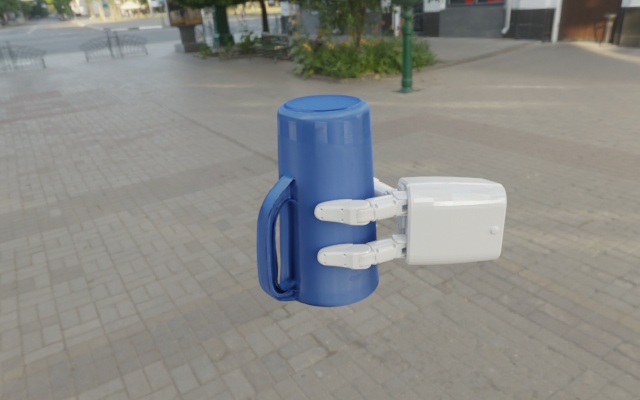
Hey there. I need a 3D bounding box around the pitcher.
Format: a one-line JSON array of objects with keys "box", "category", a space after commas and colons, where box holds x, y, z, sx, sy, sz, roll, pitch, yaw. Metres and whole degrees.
[{"box": [0.000, 0.002, 0.586, 0.145, 0.243, 0.149, -1, 23, 4], "category": "pitcher"}]
